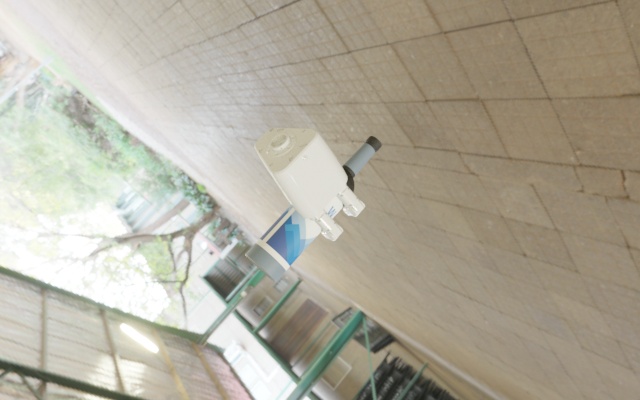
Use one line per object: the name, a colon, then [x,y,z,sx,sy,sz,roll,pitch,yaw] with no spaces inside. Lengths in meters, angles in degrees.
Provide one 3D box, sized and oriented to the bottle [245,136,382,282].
bottle: [0.000,0.003,0.795,0.069,0.295,0.069,39,-14,12]
